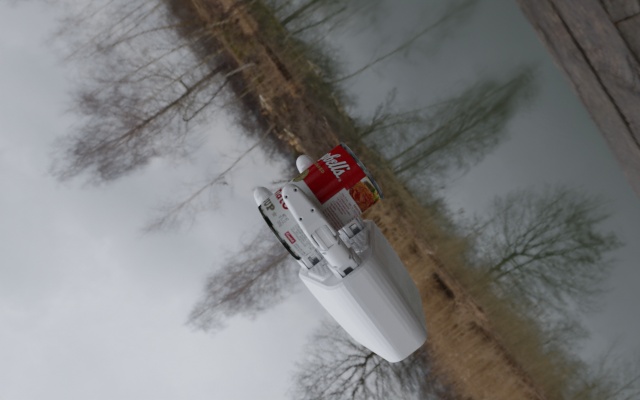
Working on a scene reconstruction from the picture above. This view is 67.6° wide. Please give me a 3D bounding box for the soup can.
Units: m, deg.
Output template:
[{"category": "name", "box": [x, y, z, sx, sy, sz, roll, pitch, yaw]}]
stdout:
[{"category": "soup can", "box": [0.000, 0.001, 0.459, 0.102, 0.068, 0.068, -37, 0, 0]}]
